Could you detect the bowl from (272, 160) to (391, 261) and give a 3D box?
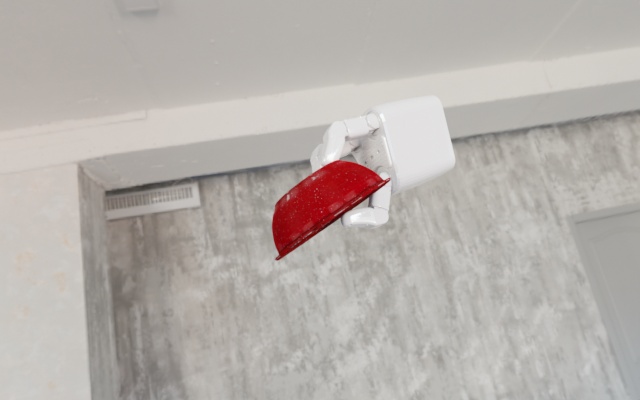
[{"bbox_3d":[-0.001,0.002,0.550,0.162,0.055,0.162,-36,-4,-3],"label":"bowl"}]
